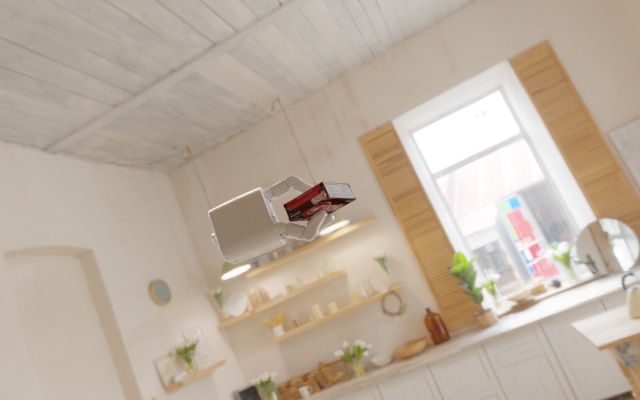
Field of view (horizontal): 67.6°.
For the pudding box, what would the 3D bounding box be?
[{"bbox_3d":[0.000,0.003,0.860,0.090,0.039,0.113,-29,-11,25],"label":"pudding box"}]
